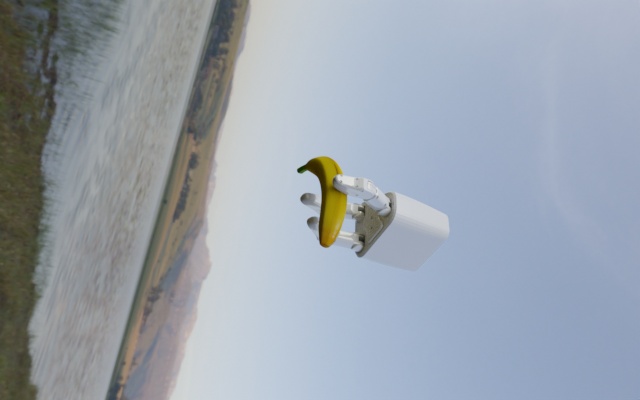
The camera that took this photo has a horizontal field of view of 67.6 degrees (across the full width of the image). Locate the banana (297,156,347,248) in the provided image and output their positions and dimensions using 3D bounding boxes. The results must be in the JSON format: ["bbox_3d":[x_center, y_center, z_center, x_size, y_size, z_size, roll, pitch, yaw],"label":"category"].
[{"bbox_3d":[0.010,-0.013,0.696,0.037,0.070,0.197,24,26,-26],"label":"banana"}]
